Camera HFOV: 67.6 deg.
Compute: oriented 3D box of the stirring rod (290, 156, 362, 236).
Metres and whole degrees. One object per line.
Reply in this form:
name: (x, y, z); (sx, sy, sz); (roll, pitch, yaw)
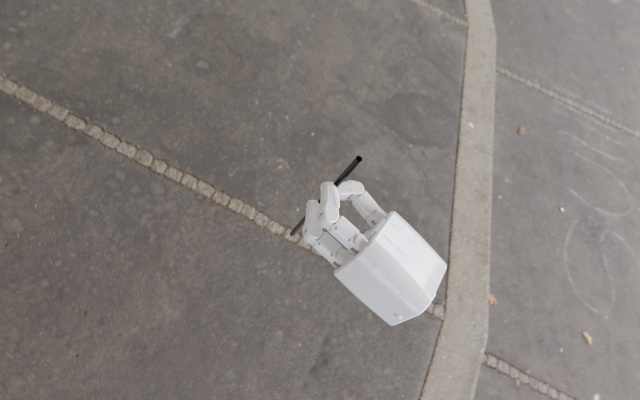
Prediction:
stirring rod: (0.000, 0.002, 0.655); (0.011, 0.011, 0.240); (0, -25, -24)
